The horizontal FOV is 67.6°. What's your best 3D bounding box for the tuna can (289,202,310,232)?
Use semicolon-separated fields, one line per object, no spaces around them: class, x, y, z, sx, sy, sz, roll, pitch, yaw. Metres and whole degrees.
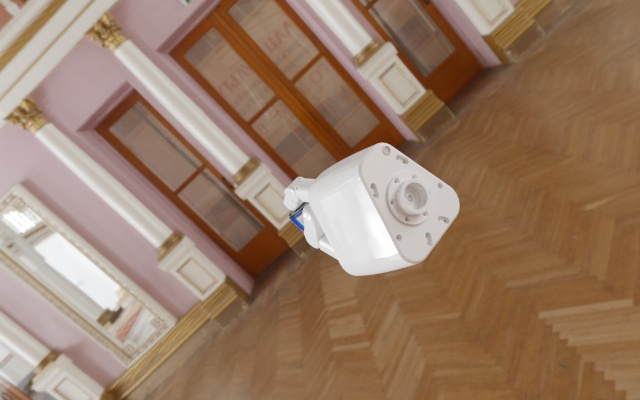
tuna can;0.000;0.002;0.599;0.034;0.086;0.086;44;-7;-7
